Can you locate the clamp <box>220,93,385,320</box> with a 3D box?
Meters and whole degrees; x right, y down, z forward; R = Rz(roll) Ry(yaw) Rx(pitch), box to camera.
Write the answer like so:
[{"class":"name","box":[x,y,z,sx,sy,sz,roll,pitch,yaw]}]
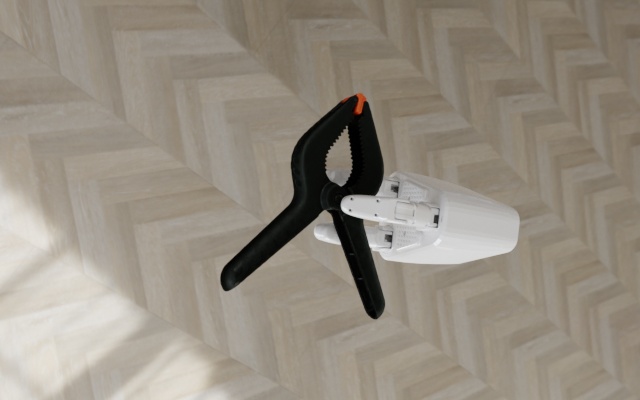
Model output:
[{"class":"clamp","box":[0.001,0.001,0.438,0.164,0.210,0.036,9,-3,-26]}]
